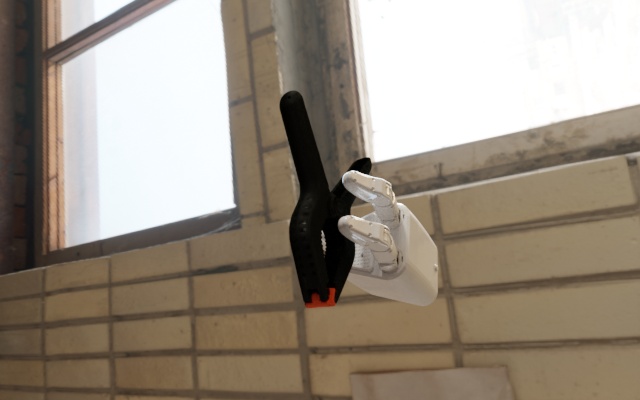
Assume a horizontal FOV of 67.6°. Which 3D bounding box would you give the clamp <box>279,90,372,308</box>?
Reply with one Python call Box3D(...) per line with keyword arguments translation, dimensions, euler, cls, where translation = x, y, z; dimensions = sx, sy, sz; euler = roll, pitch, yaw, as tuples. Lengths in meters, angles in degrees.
Box3D(translation=(-0.001, 0.002, 0.492), dimensions=(0.036, 0.209, 0.165), euler=(-13, -36, 33), cls="clamp")
